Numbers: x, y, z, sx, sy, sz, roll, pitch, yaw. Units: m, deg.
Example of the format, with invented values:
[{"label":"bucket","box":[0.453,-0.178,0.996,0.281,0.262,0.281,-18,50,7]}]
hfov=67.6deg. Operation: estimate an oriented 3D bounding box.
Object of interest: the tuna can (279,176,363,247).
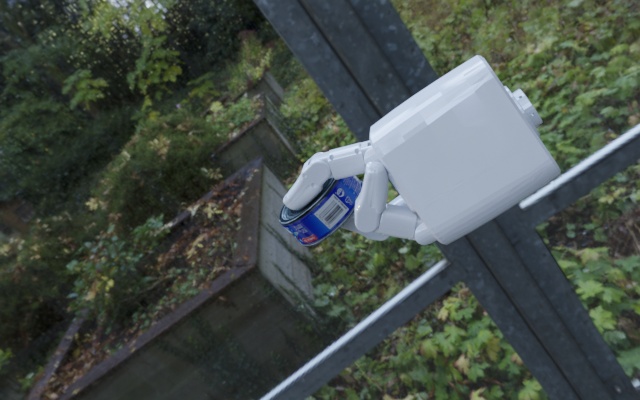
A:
[{"label":"tuna can","box":[0.000,0.001,0.463,0.034,0.086,0.086,44,-17,-18]}]
